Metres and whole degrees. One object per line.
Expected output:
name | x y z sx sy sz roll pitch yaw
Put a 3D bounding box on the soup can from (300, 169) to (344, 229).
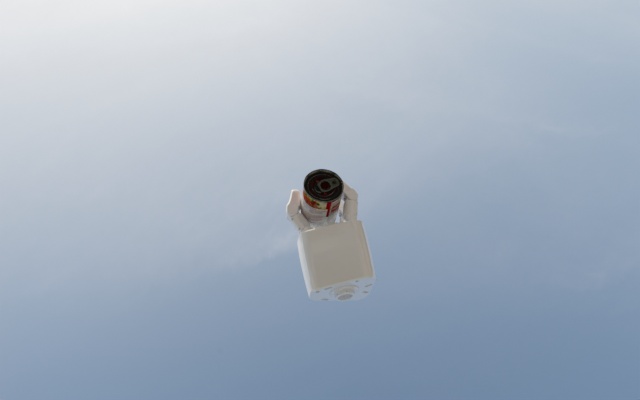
soup can | 0.000 0.002 0.831 0.068 0.068 0.102 0 -34 -7
